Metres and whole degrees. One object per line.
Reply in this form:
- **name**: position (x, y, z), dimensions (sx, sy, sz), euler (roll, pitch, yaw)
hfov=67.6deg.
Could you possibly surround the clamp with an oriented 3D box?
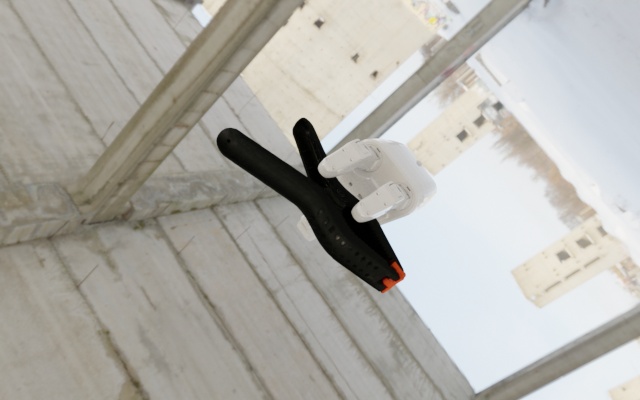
- **clamp**: position (0.000, 0.002, 0.459), dimensions (0.036, 0.210, 0.164), euler (-42, -13, 27)
